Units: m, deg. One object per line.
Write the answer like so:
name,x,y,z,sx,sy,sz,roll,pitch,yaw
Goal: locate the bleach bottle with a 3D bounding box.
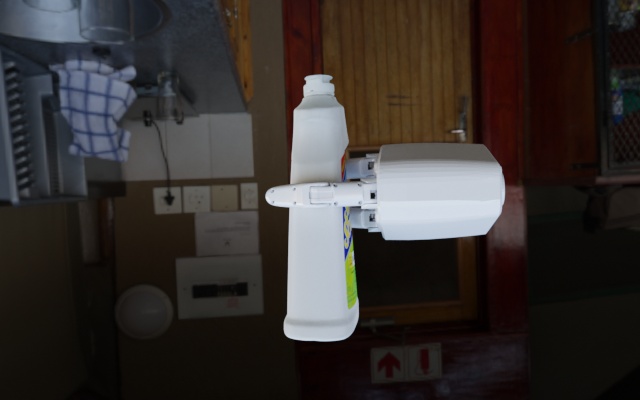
bleach bottle,0.000,0.002,0.477,0.068,0.251,0.102,-1,2,11
